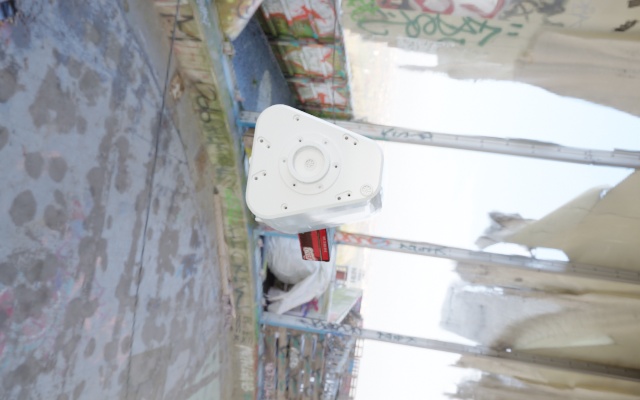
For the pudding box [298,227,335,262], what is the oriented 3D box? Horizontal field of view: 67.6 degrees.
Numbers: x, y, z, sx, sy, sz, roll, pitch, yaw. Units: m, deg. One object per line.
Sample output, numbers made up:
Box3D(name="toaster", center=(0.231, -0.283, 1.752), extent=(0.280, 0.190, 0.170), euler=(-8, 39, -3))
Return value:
Box3D(name="pudding box", center=(0.000, 0.002, 0.553), extent=(0.039, 0.113, 0.090), euler=(7, -35, 8))
